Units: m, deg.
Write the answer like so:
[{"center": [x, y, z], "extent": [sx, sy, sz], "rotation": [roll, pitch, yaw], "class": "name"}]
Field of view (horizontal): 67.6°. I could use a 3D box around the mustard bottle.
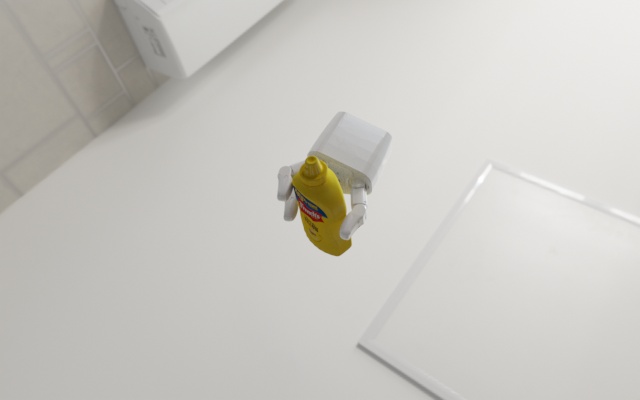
[{"center": [0.000, 0.003, 0.727], "extent": [0.058, 0.192, 0.096], "rotation": [-36, 56, -18], "class": "mustard bottle"}]
